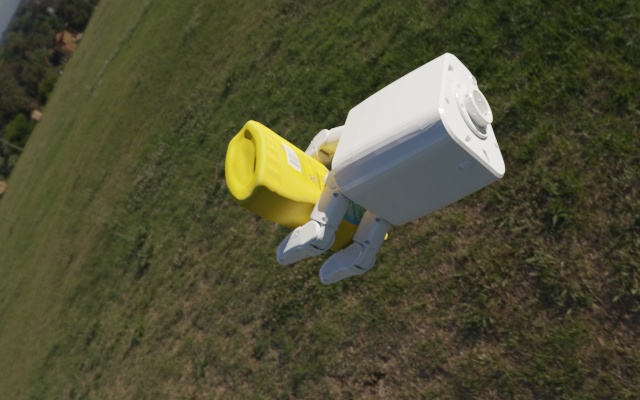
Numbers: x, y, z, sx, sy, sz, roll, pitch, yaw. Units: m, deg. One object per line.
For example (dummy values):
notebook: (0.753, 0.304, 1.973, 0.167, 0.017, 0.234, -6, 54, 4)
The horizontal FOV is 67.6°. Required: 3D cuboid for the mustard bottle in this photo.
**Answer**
mustard bottle: (0.000, 0.002, 0.467, 0.192, 0.058, 0.096, 29, 26, -36)
